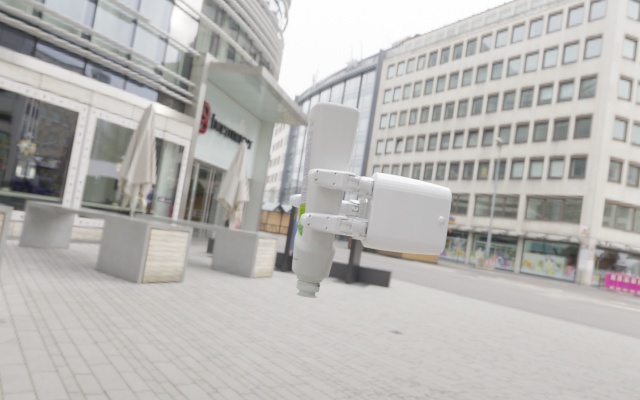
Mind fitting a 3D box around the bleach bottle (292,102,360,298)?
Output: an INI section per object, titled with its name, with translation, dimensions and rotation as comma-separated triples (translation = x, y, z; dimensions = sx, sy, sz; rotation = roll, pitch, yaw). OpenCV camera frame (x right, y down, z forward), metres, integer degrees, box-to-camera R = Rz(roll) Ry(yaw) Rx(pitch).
[bleach bottle]
translation = 0.000, 0.002, 0.643
dimensions = 0.068, 0.251, 0.102
rotation = 9, -3, -6
